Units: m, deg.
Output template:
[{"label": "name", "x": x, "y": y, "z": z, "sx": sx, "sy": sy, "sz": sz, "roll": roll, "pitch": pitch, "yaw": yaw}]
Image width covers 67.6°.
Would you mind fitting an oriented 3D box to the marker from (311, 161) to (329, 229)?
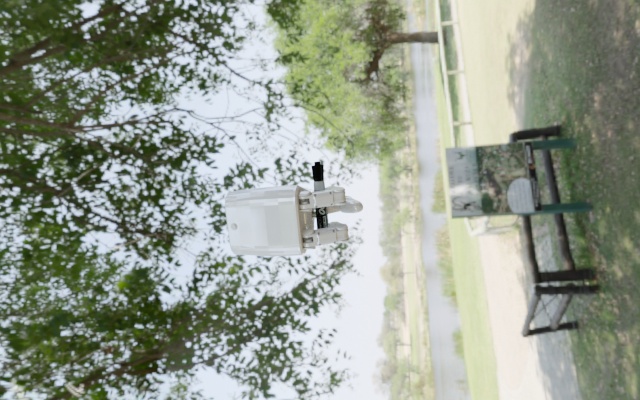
[{"label": "marker", "x": 0.000, "y": 0.002, "z": 0.711, "sx": 0.020, "sy": 0.121, "sz": 0.020, "roll": -5, "pitch": 10, "yaw": 1}]
